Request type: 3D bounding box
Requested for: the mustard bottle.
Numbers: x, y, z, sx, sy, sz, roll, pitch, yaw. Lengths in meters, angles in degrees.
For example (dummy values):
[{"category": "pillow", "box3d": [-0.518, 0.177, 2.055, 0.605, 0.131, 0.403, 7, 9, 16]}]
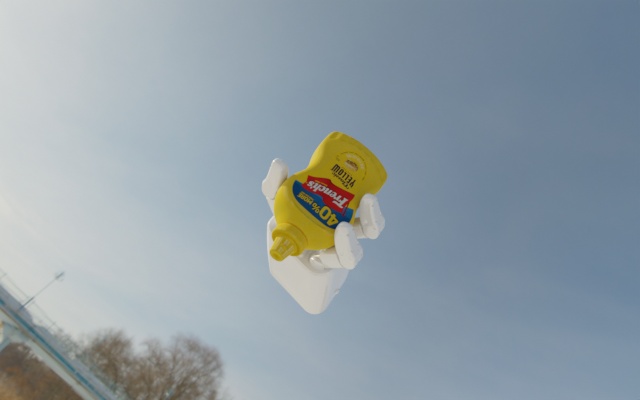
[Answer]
[{"category": "mustard bottle", "box3d": [0.000, 0.002, 0.571, 0.191, 0.096, 0.058, -50, 2, -37]}]
